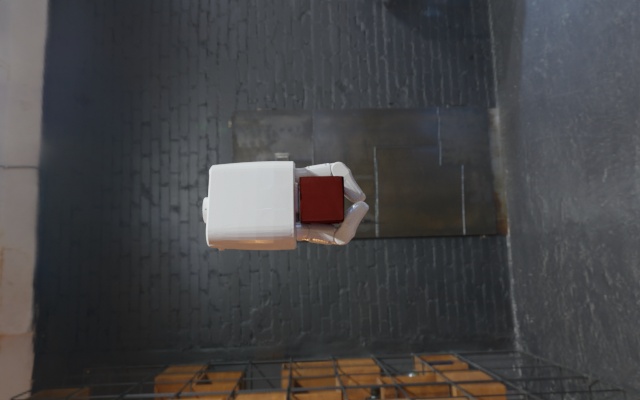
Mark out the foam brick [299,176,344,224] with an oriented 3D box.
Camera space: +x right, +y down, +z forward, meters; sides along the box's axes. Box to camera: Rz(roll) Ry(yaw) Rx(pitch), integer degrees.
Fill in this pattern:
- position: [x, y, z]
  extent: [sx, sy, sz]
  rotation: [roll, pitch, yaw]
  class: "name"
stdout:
- position: [0.000, 0.002, 0.574]
  extent: [0.051, 0.053, 0.078]
  rotation: [0, -6, -2]
  class: "foam brick"
